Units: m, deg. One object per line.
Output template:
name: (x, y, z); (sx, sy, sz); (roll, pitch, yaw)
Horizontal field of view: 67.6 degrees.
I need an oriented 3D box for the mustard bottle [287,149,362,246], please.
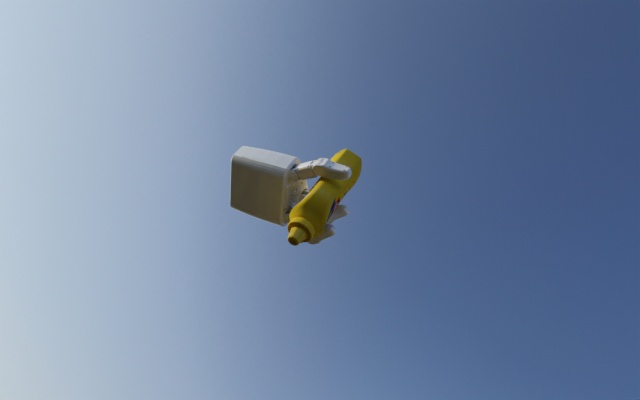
mustard bottle: (0.001, 0.002, 0.756); (0.058, 0.191, 0.096); (35, -43, 2)
